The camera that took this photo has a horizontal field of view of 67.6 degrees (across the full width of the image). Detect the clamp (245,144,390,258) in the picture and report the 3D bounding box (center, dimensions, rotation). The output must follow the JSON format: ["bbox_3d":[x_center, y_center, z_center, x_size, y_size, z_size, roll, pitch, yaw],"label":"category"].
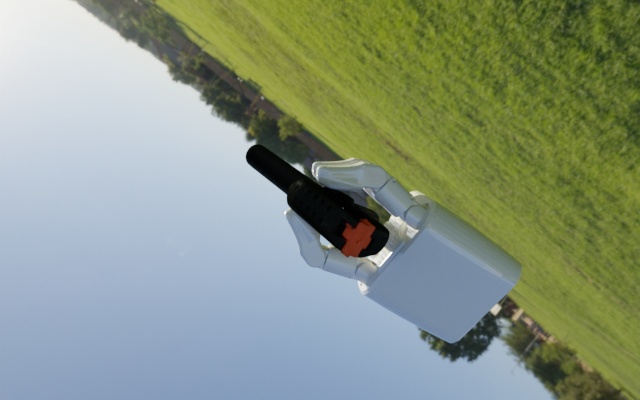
[{"bbox_3d":[0.000,0.002,0.433,0.164,0.036,0.210,30,6,-8],"label":"clamp"}]
